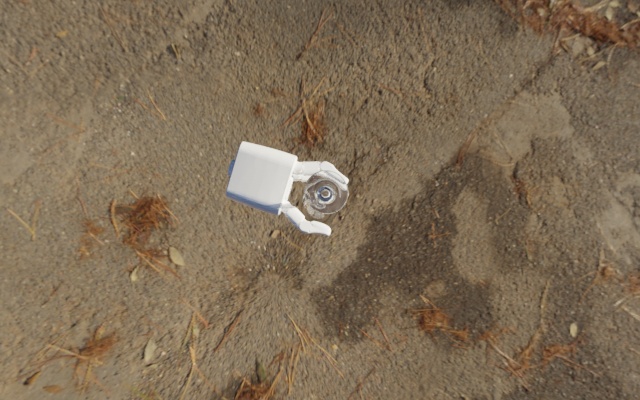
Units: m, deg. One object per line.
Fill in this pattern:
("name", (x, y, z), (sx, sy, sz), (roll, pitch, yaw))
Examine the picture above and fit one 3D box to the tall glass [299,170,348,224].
("tall glass", (0.000, 0.003, 0.887), (0.079, 0.079, 0.201), (0, -10, -5))
